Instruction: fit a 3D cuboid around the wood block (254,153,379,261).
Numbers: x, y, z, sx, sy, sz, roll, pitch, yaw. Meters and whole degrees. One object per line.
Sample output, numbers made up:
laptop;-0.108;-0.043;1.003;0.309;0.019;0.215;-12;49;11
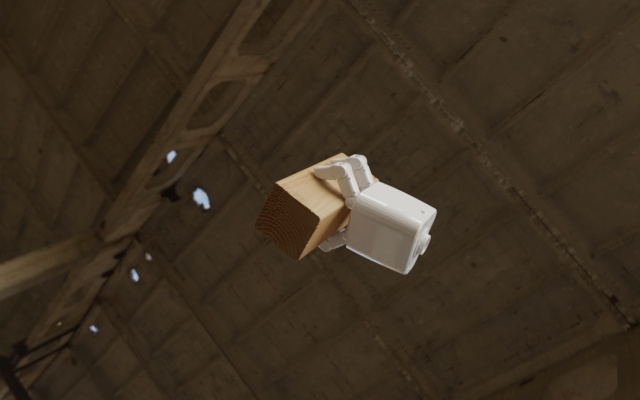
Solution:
wood block;0.000;0.003;0.774;0.090;0.091;0.206;38;32;15
